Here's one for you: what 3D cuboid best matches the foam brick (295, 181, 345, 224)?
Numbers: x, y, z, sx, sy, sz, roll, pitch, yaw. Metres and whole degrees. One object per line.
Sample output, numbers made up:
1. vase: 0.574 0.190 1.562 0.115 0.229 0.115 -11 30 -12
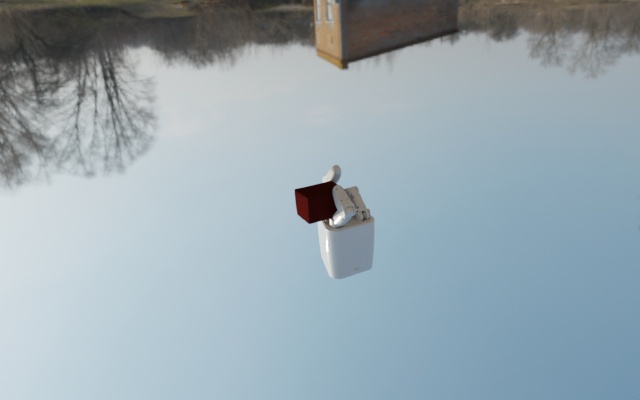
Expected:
1. foam brick: 0.000 0.003 0.856 0.078 0.051 0.053 -14 26 -25
